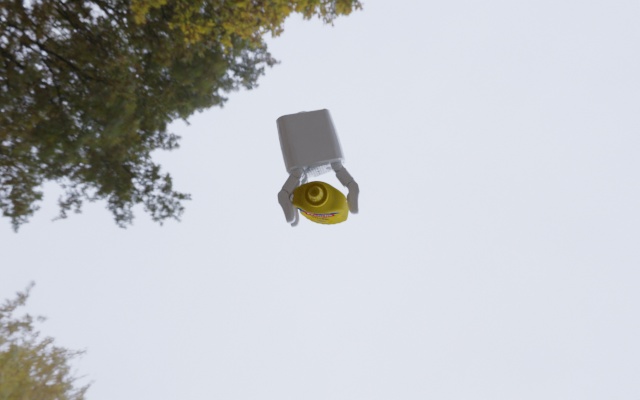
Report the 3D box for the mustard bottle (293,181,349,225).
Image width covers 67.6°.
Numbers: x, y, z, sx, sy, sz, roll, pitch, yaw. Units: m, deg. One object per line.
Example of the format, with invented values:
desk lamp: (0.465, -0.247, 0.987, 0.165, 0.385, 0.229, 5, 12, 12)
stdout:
mustard bottle: (0.000, 0.003, 0.870, 0.096, 0.058, 0.192, 9, -10, 8)
